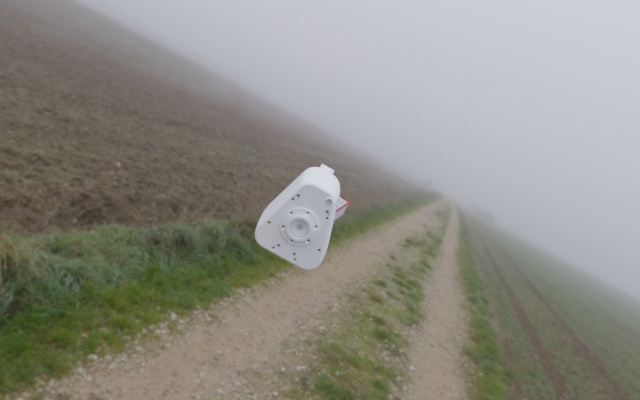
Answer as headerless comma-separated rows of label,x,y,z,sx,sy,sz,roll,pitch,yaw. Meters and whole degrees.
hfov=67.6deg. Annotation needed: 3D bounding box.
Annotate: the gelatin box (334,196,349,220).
gelatin box,0.000,0.002,0.773,0.073,0.030,0.089,32,17,10
